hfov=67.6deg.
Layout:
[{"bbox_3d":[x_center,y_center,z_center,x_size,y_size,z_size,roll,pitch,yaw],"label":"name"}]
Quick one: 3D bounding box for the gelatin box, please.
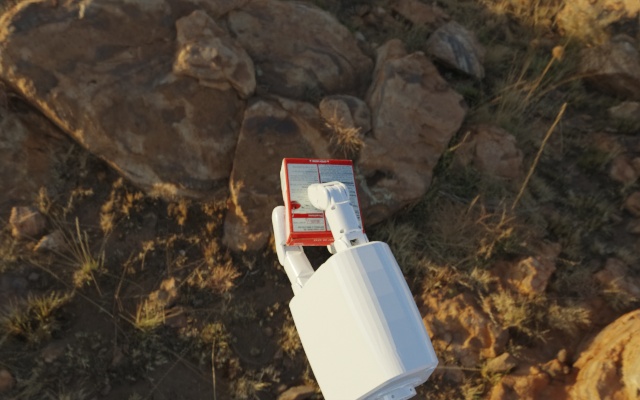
[{"bbox_3d":[0.000,0.001,0.479,0.073,0.089,0.030,0,-30,-13],"label":"gelatin box"}]
